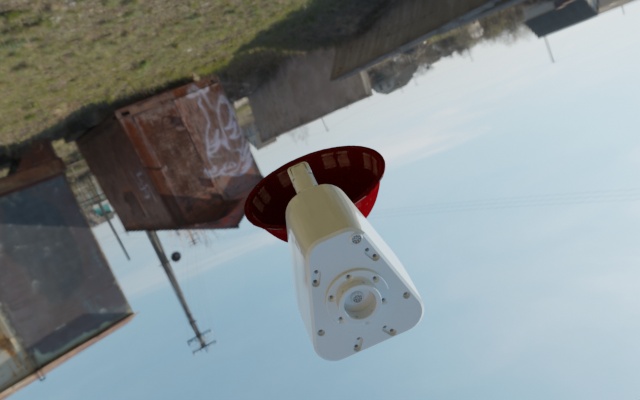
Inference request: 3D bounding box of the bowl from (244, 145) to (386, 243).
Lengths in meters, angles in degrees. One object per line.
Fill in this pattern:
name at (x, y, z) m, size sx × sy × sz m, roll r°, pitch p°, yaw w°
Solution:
bowl at (0.000, 0.001, 0.531) m, size 0.162 × 0.055 × 0.162 m, roll -17°, pitch 29°, yaw 10°
